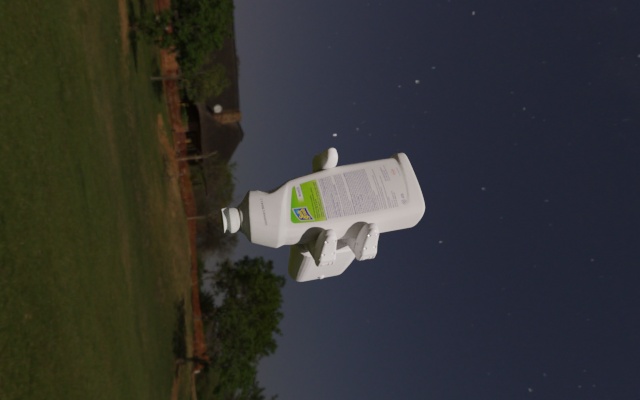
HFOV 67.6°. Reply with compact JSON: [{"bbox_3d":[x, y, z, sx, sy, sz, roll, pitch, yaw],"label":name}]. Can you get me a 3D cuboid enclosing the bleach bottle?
[{"bbox_3d":[0.000,0.002,0.607,0.251,0.102,0.068,-7,-29,-16],"label":"bleach bottle"}]
